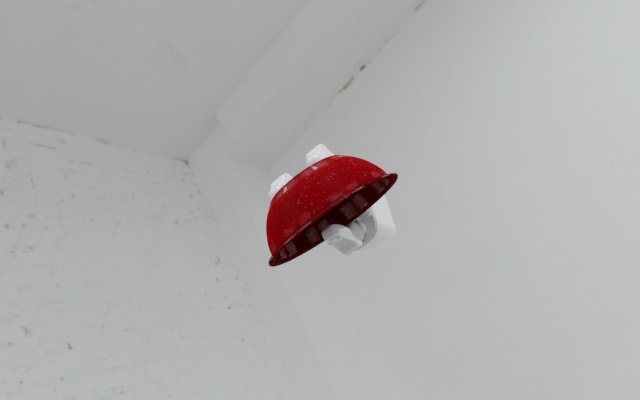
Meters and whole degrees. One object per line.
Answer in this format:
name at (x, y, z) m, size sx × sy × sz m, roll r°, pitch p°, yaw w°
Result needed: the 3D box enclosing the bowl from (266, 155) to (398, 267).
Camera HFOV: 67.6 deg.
bowl at (0.000, 0.001, 0.498) m, size 0.162 × 0.055 × 0.162 m, roll -34°, pitch -11°, yaw -7°
